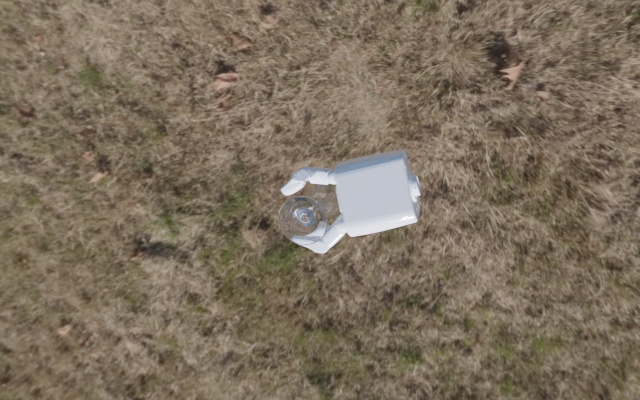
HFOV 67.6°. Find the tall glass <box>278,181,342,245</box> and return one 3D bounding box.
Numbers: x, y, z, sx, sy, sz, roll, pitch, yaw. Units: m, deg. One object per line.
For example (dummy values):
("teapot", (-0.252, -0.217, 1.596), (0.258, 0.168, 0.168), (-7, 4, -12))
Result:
("tall glass", (0.000, 0.003, 0.779), (0.079, 0.079, 0.201), (0, 16, 15))
